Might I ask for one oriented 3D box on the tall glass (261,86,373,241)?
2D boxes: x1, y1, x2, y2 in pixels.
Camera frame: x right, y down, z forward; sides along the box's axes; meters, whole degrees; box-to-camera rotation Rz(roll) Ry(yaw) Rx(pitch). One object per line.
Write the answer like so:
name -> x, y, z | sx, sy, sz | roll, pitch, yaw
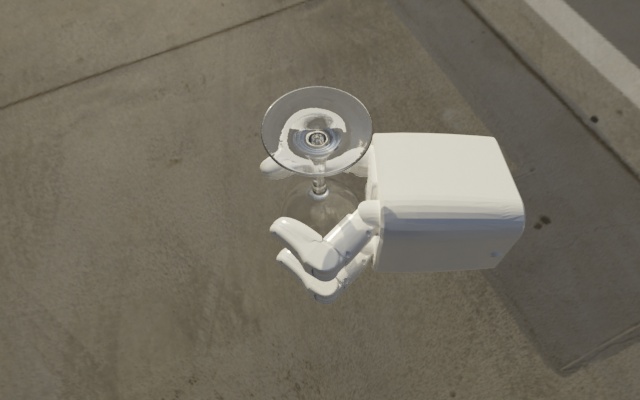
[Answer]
tall glass -> 0.000, 0.001, 0.399 | 0.079, 0.079, 0.201 | 0, -29, 1
